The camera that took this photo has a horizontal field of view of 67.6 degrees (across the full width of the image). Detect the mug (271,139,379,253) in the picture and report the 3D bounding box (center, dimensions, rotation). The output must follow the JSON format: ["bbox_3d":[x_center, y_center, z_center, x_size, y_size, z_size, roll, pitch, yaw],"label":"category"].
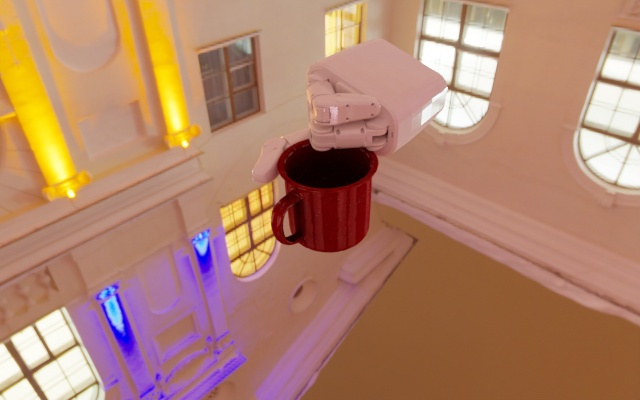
[{"bbox_3d":[-0.001,0.002,0.455,0.093,0.082,0.117,27,46,32],"label":"mug"}]
